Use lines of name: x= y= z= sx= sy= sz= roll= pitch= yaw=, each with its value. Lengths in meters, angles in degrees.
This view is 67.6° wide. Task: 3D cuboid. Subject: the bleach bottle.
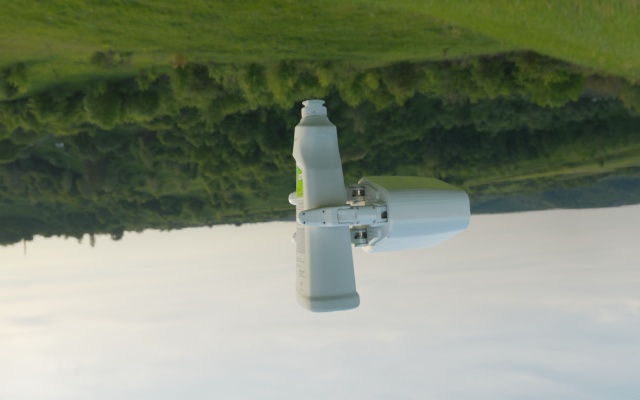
bleach bottle: x=0.000 y=0.002 z=0.585 sx=0.068 sy=0.251 sz=0.102 roll=-3 pitch=-1 yaw=-15
